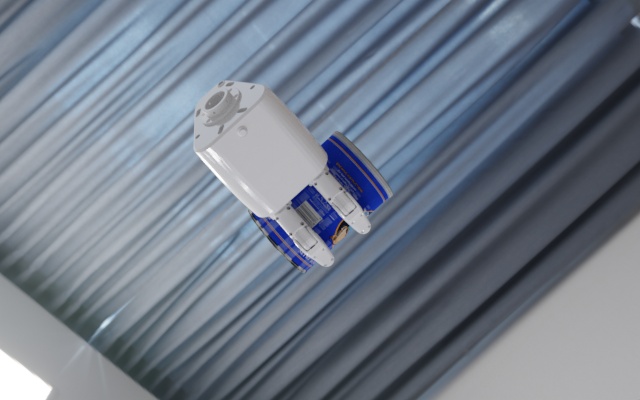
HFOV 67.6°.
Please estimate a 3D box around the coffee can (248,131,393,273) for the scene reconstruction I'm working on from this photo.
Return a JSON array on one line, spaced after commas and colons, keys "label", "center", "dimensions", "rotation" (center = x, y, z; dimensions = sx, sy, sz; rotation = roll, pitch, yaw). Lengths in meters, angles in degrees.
[{"label": "coffee can", "center": [0.000, 0.002, 0.569], "dimensions": [0.140, 0.103, 0.103], "rotation": [-42, 0, 0]}]
